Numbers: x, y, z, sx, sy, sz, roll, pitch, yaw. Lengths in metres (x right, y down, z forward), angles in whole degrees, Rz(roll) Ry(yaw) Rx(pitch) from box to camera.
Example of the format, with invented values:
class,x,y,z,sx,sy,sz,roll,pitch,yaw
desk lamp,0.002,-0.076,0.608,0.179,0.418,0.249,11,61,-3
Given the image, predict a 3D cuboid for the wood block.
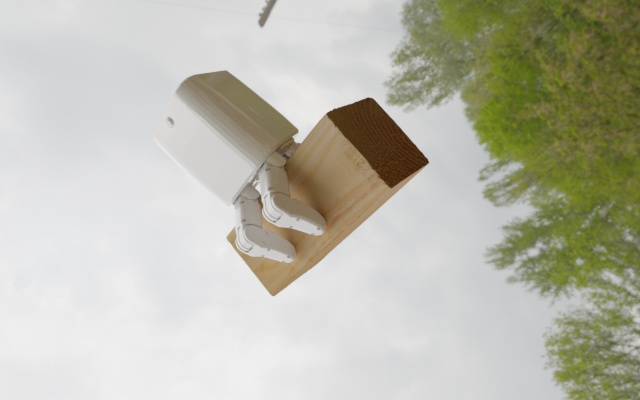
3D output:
class,x,y,z,sx,sy,sz,roll,pitch,yaw
wood block,0.000,0.001,0.499,0.090,0.090,0.206,-31,-11,-50
